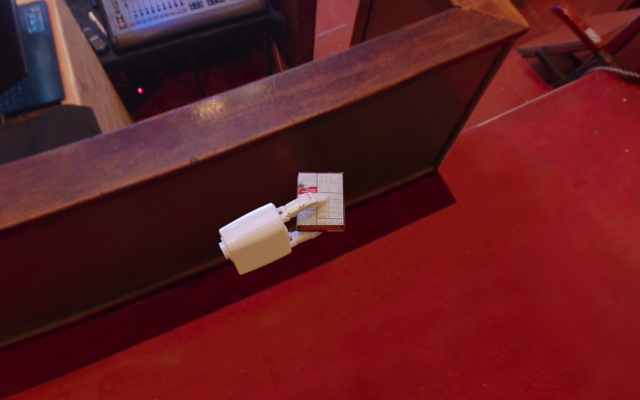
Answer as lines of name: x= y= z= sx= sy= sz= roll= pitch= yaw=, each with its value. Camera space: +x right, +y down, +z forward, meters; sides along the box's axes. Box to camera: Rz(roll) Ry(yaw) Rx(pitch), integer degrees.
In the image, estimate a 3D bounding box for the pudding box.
pudding box: x=0.000 y=0.003 z=0.900 sx=0.090 sy=0.113 sz=0.039 roll=1 pitch=-22 yaw=-1
